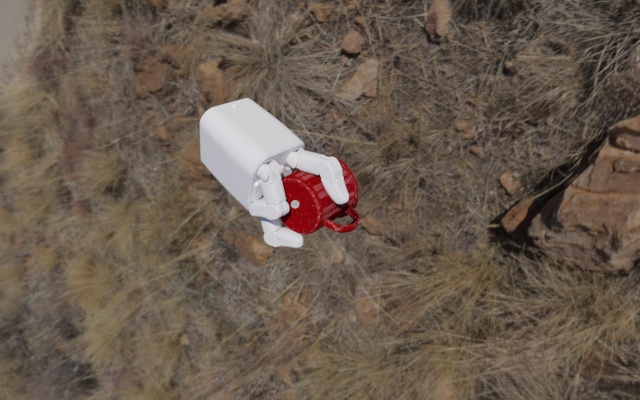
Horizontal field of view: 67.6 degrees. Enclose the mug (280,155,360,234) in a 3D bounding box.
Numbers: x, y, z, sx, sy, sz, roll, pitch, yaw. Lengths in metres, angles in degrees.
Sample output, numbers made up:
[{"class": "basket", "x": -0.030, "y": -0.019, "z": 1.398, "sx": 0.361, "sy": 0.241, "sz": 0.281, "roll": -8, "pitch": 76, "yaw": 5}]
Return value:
[{"class": "mug", "x": 0.001, "y": 0.003, "z": 0.638, "sx": 0.117, "sy": 0.093, "sz": 0.081, "roll": 41, "pitch": 41, "yaw": 17}]
